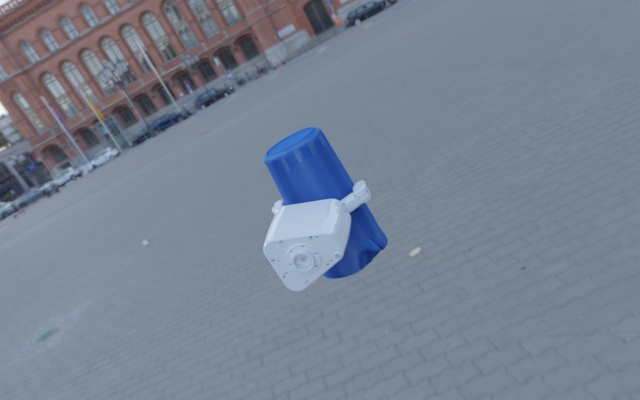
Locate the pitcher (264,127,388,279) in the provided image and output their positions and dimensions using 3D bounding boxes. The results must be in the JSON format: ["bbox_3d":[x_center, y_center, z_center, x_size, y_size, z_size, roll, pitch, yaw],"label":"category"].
[{"bbox_3d":[0.000,0.003,0.825,0.149,0.243,0.145,-23,19,17],"label":"pitcher"}]
